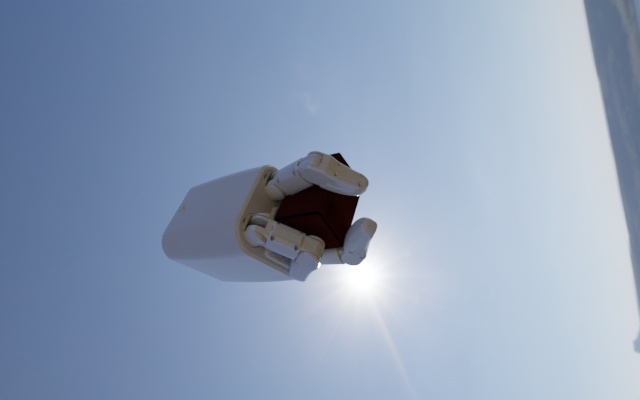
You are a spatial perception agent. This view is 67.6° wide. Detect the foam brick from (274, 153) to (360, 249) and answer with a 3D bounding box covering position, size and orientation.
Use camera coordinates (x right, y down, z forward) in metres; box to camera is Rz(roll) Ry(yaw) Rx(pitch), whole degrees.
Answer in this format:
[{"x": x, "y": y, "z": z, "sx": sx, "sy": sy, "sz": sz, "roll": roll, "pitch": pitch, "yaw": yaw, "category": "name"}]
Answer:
[{"x": 0.000, "y": 0.001, "z": 0.459, "sx": 0.051, "sy": 0.078, "sz": 0.053, "roll": -10, "pitch": -47, "yaw": 32, "category": "foam brick"}]
